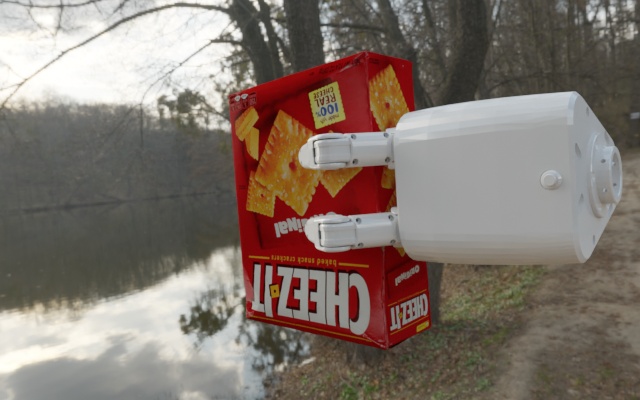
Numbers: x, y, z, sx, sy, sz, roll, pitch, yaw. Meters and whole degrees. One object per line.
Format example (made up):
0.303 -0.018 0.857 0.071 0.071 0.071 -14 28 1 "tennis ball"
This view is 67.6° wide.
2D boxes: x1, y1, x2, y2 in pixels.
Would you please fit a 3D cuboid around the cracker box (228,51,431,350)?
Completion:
0.000 0.001 0.407 0.164 0.213 0.072 -2 3 43 "cracker box"
